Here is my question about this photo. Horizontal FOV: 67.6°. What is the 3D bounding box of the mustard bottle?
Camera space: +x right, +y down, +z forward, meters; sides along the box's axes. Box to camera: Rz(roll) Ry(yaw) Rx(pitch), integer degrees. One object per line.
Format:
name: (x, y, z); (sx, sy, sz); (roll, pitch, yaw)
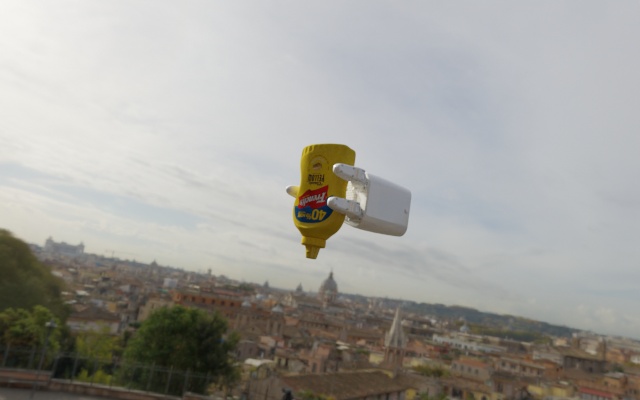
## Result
mustard bottle: (0.000, 0.002, 0.799); (0.096, 0.191, 0.058); (2, -12, 33)
